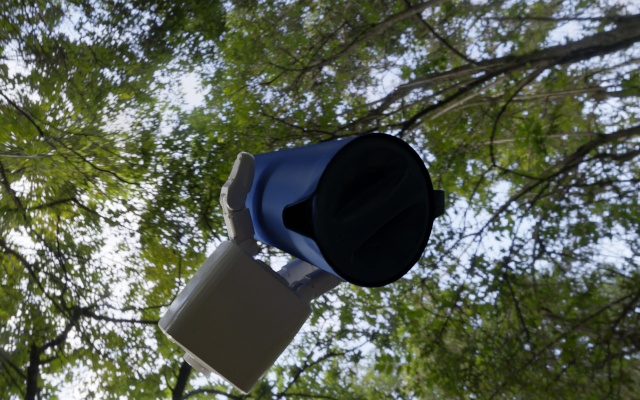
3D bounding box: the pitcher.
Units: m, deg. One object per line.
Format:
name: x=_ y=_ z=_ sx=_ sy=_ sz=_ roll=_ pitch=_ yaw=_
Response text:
pitcher: x=0.000 y=0.002 z=0.510 sx=0.149 sy=0.145 sz=0.243 roll=45 pitch=-19 yaw=-26
